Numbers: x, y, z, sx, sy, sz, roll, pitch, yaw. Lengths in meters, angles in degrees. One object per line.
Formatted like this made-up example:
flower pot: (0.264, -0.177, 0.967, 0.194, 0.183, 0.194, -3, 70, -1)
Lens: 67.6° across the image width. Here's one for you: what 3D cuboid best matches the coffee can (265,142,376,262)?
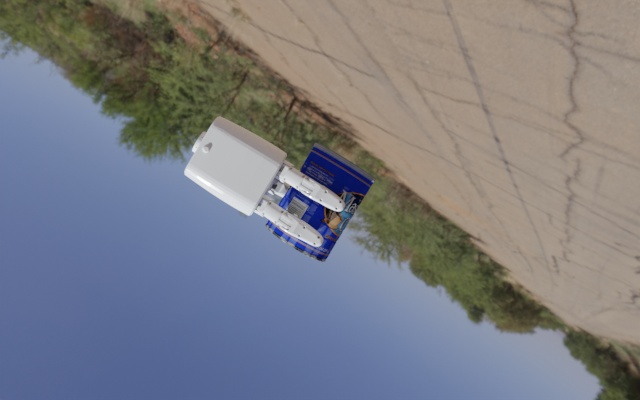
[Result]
coffee can: (0.000, 0.002, 0.691, 0.103, 0.140, 0.103, 31, 3, -2)
